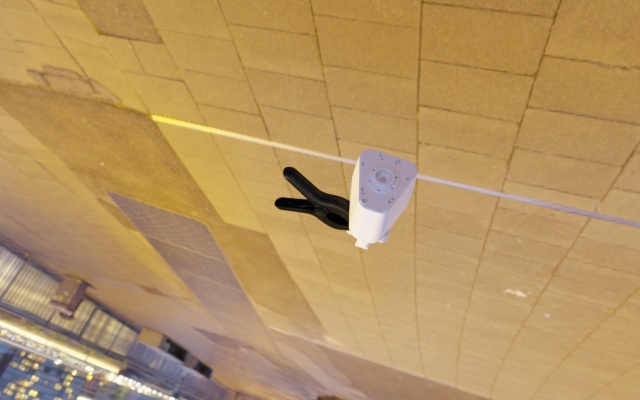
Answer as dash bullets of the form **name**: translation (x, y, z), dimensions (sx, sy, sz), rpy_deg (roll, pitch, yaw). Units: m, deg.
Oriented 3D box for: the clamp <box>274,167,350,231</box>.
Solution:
- **clamp**: translation (0.000, 0.003, 0.819), dimensions (0.171, 0.039, 0.120), rpy_deg (18, -27, 7)
